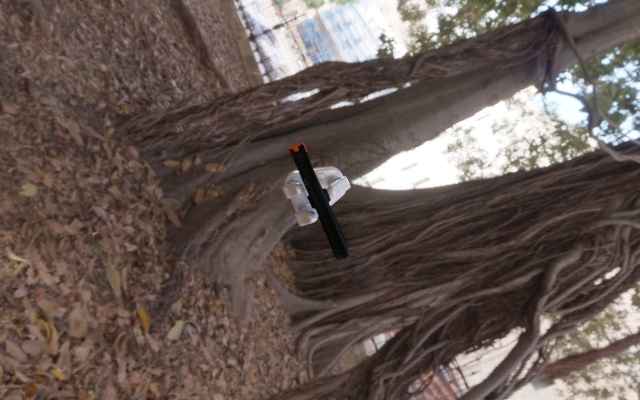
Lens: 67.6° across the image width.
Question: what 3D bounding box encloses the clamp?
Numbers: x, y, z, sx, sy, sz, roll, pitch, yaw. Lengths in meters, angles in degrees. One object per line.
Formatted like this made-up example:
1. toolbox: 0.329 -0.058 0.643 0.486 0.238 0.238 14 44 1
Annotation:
1. clamp: 0.001 0.002 0.818 0.036 0.210 0.164 -24 9 1
